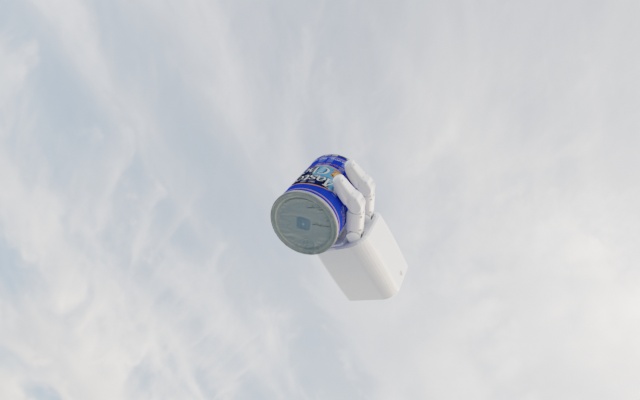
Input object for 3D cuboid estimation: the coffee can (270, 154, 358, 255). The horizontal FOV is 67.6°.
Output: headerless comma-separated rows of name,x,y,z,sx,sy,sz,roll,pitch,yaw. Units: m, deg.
coffee can,0.000,0.002,0.727,0.103,0.103,0.140,0,27,24
